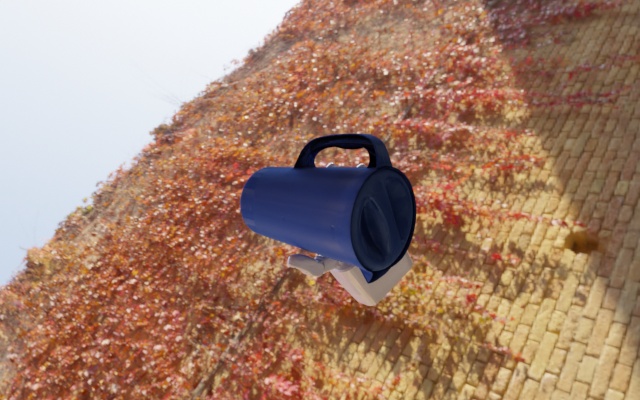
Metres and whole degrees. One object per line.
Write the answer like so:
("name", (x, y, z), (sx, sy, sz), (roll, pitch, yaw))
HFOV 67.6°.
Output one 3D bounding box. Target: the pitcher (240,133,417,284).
("pitcher", (0.000, 0.002, 0.663), (0.243, 0.149, 0.145), (9, -33, 44))
